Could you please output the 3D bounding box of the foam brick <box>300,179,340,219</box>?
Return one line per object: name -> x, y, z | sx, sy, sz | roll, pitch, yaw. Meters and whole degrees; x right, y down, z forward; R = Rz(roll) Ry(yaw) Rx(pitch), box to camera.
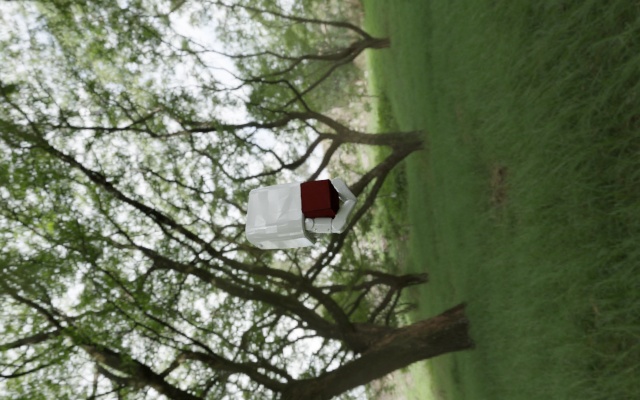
foam brick -> 0.000, 0.002, 0.805 | 0.051, 0.053, 0.078 | -7, -19, 12
